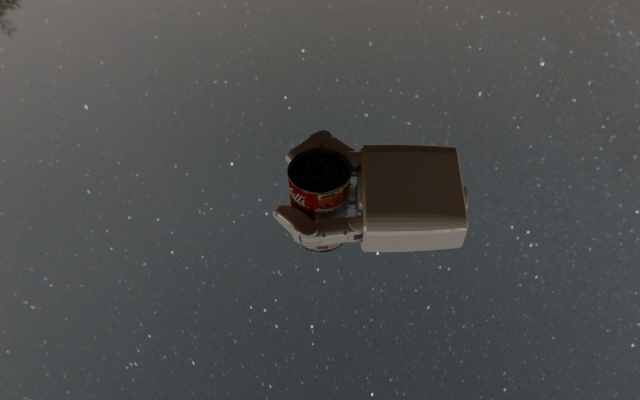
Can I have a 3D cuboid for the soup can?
[{"bbox_3d":[0.000,0.002,0.535,0.068,0.068,0.102,0,-43,1],"label":"soup can"}]
